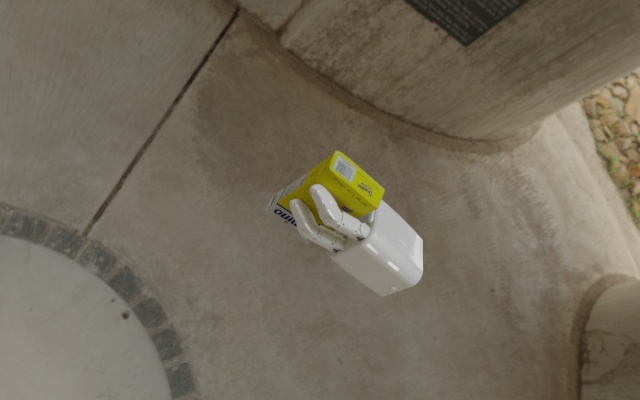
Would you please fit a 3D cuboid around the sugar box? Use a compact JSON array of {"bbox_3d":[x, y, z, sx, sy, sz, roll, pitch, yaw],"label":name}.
[{"bbox_3d":[0.000,0.003,0.708,0.093,0.048,0.176,39,-42,-16],"label":"sugar box"}]
